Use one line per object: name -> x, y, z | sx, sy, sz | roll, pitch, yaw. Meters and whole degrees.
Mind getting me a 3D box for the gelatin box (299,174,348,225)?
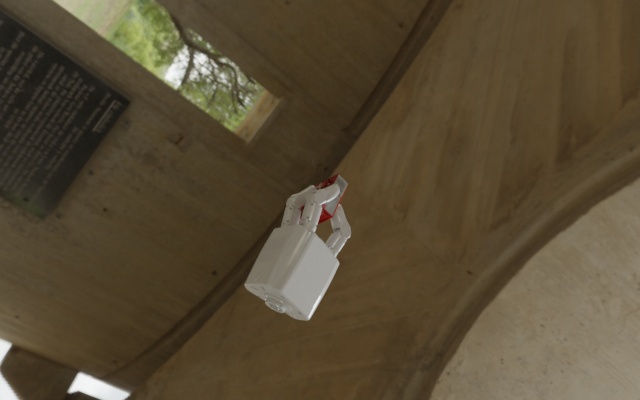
gelatin box -> 0.001, 0.003, 0.809 | 0.030, 0.089, 0.073 | 45, -44, -19
